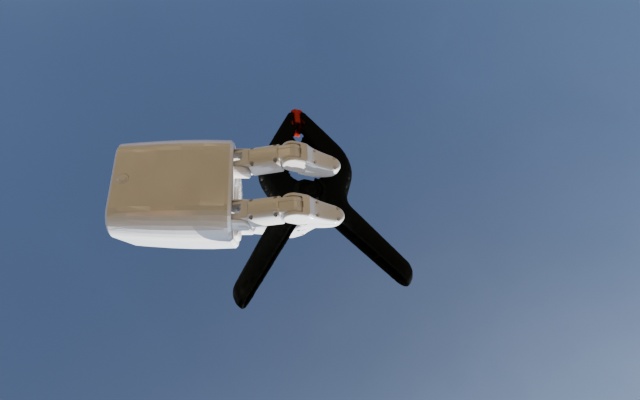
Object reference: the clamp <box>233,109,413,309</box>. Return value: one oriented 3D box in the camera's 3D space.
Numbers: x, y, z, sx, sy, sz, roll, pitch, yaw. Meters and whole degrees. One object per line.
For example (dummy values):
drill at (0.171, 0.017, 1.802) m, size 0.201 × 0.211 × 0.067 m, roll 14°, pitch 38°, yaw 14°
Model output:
clamp at (0.000, 0.001, 0.473) m, size 0.164 × 0.209 × 0.036 m, roll 1°, pitch -28°, yaw -7°
